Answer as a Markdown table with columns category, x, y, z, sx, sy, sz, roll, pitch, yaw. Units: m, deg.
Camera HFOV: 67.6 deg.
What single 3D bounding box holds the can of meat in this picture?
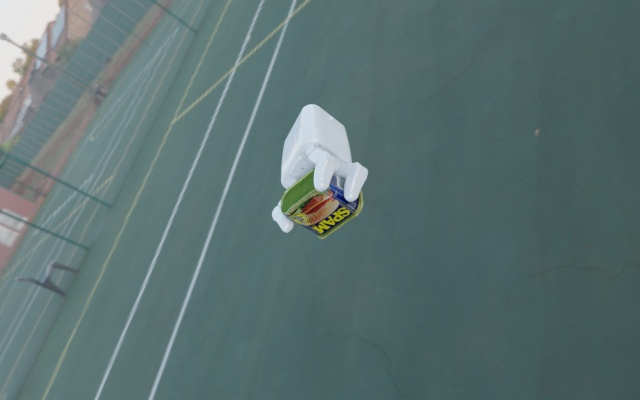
| category | x | y | z | sx | sy | sz | roll | pitch | yaw |
| --- | --- | --- | --- | --- | --- | --- | --- | --- | --- |
| can of meat | 0.000 | 0.002 | 0.736 | 0.084 | 0.057 | 0.102 | 32 | -52 | -30 |
